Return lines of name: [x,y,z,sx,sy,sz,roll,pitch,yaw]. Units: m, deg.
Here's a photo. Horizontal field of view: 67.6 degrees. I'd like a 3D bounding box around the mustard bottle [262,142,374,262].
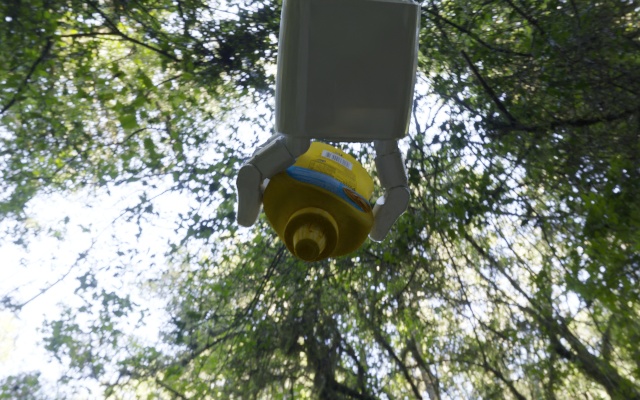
mustard bottle: [0.000,0.002,0.422,0.096,0.058,0.191,27,20,-5]
